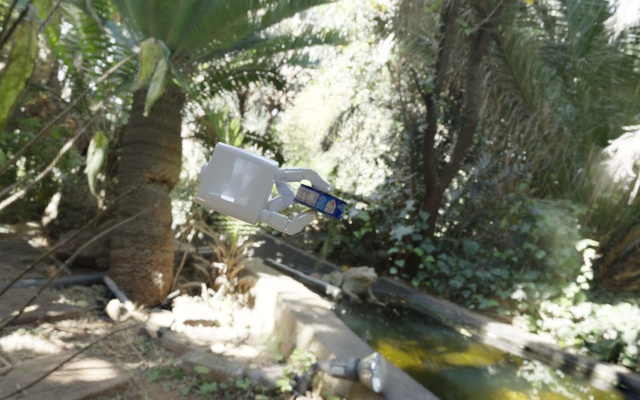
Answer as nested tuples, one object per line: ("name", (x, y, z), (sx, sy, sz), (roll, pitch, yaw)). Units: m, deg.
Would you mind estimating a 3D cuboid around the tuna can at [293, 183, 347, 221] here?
("tuna can", (0.000, 0.002, 0.785), (0.086, 0.034, 0.086), (23, -1, 0))
